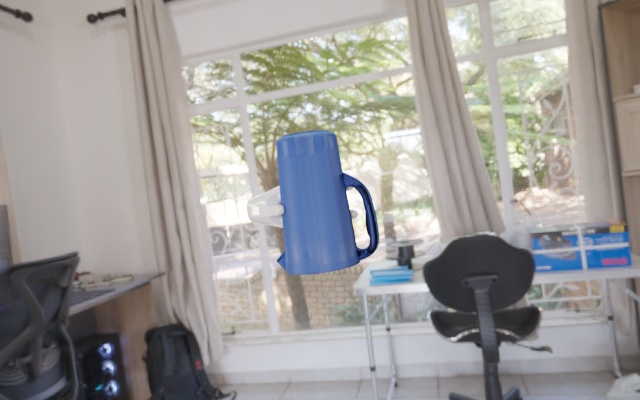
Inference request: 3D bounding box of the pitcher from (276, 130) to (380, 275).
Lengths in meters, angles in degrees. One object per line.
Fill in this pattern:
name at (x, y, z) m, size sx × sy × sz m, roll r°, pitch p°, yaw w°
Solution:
pitcher at (0.000, 0.003, 0.842) m, size 0.149 × 0.243 × 0.145 m, roll -9°, pitch 2°, yaw -30°
